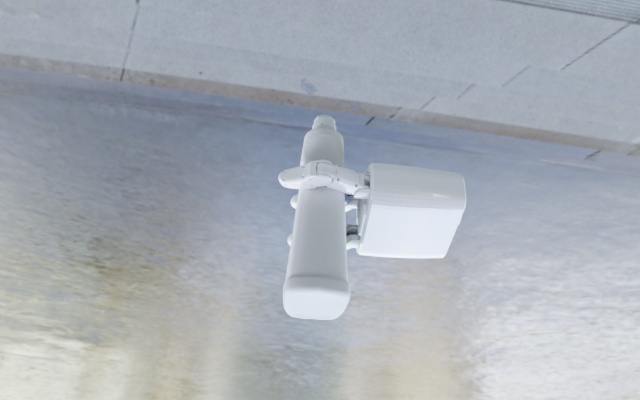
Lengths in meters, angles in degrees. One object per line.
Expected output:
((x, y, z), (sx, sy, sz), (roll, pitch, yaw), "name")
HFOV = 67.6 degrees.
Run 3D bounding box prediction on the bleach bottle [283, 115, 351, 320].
((0.000, 0.002, 0.553), (0.068, 0.250, 0.103), (5, -30, -3), "bleach bottle")
